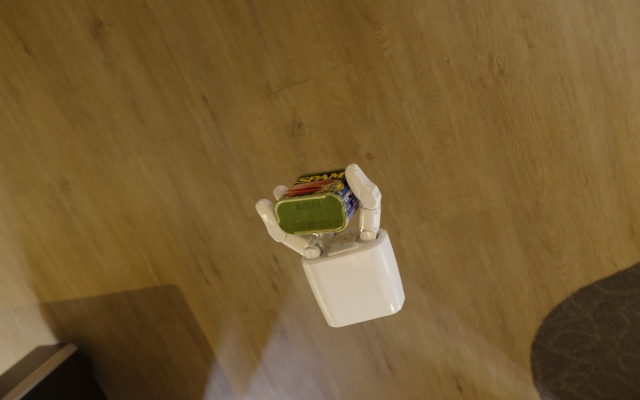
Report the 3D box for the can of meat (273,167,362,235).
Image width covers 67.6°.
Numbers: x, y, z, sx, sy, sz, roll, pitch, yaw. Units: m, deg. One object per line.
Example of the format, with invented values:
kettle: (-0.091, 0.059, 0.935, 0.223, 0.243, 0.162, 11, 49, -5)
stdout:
can of meat: (0.000, 0.002, 0.620, 0.102, 0.057, 0.084, -7, 22, 25)
